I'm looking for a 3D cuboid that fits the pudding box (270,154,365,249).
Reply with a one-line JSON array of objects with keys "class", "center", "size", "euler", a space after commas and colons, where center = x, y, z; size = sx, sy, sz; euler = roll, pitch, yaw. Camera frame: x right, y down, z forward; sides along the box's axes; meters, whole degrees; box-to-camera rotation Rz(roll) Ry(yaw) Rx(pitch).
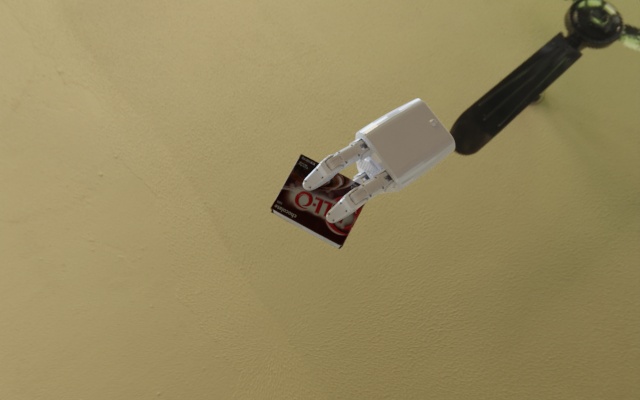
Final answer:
[{"class": "pudding box", "center": [0.000, 0.002, 0.664], "size": [0.113, 0.090, 0.039], "euler": [27, -15, 4]}]
